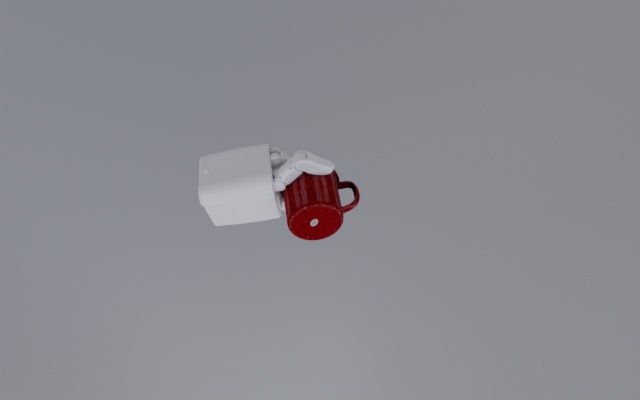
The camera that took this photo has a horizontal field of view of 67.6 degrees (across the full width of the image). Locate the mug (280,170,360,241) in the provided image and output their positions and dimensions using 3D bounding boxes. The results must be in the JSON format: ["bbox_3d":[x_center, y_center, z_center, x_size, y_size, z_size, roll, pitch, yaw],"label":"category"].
[{"bbox_3d":[0.002,0.002,0.702,0.117,0.081,0.093,-10,-43,-1],"label":"mug"}]
